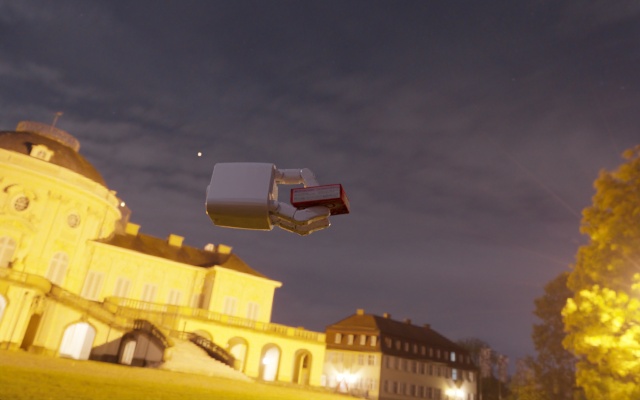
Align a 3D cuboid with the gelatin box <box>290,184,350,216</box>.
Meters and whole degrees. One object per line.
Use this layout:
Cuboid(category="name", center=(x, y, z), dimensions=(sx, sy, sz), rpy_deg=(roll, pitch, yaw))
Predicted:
Cuboid(category="gelatin box", center=(0.000, 0.002, 0.818), dimensions=(0.089, 0.030, 0.073), rpy_deg=(-7, -24, 12))
